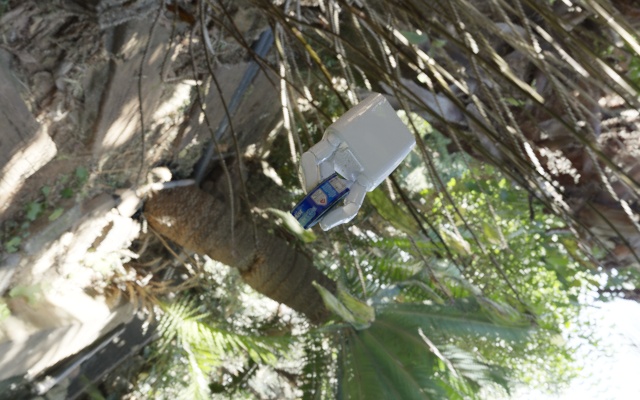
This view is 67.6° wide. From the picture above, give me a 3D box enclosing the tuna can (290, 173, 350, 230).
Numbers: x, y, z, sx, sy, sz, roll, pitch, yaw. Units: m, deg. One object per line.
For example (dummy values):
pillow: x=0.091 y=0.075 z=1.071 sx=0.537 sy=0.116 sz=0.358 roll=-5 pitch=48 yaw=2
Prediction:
tuna can: x=0.000 y=0.003 z=0.664 sx=0.086 sy=0.034 sz=0.086 roll=-41 pitch=-5 yaw=-4
